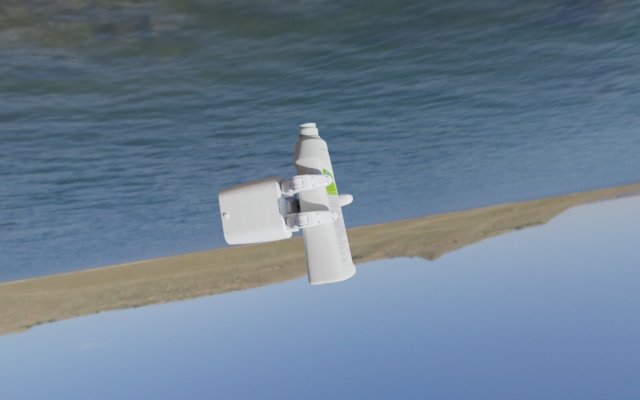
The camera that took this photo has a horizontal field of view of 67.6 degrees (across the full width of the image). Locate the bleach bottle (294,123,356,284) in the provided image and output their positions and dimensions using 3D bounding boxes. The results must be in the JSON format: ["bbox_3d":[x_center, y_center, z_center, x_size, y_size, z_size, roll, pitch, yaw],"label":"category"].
[{"bbox_3d":[0.000,0.003,0.770,0.068,0.251,0.102,-10,-4,14],"label":"bleach bottle"}]
